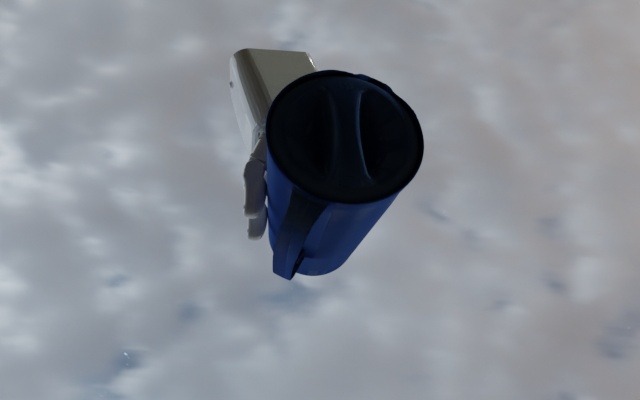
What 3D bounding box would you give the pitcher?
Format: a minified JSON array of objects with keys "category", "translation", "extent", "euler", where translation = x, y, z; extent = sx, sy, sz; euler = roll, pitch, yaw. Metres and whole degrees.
[{"category":"pitcher","translation":[0.000,0.001,0.490],"extent":[0.149,0.145,0.243],"euler":[-16,-23,-16]}]
